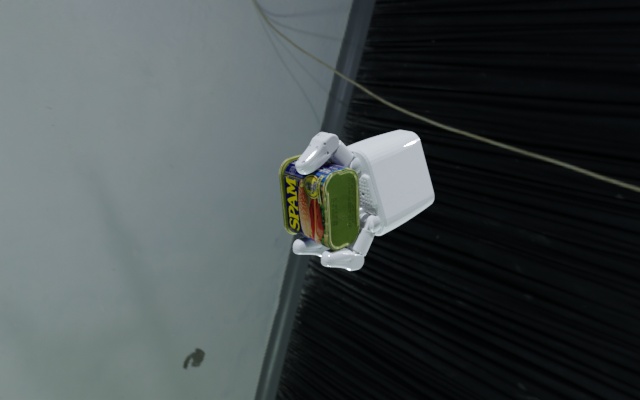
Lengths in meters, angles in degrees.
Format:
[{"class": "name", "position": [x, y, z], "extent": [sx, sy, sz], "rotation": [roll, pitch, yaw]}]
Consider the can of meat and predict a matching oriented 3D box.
[{"class": "can of meat", "position": [0.000, 0.002, 0.576], "extent": [0.057, 0.102, 0.084], "rotation": [-21, 27, -37]}]
